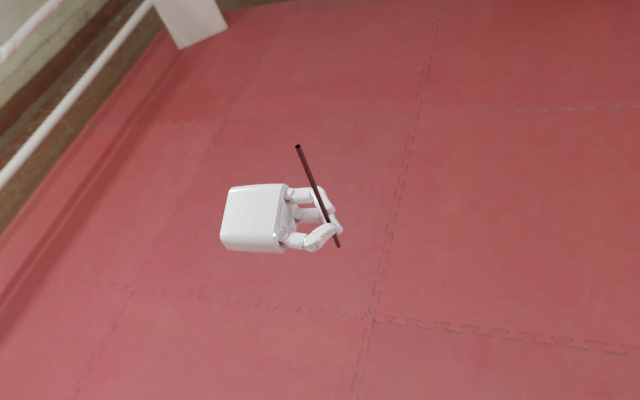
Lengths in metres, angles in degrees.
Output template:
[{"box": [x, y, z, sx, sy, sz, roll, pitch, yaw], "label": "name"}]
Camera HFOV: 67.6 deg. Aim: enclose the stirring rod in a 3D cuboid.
[{"box": [0.000, 0.003, 0.742, 0.011, 0.011, 0.240, 0, -40, 20], "label": "stirring rod"}]
